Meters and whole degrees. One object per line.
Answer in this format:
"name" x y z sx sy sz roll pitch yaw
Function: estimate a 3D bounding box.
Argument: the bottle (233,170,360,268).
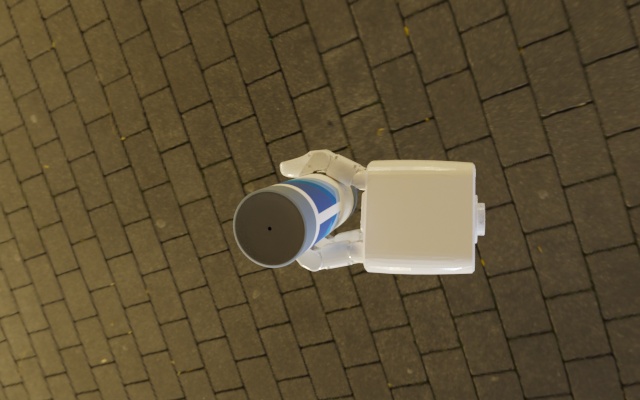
"bottle" 0.000 0.002 0.530 0.069 0.069 0.295 0 8 17
